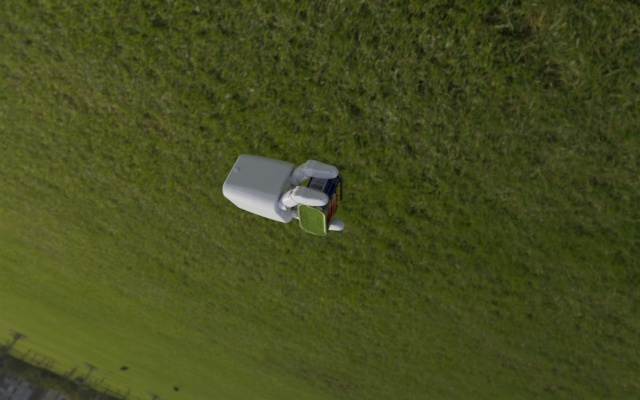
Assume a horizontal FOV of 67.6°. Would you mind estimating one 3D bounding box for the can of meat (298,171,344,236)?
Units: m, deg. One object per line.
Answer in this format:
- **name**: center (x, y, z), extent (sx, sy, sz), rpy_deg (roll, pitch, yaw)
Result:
- **can of meat**: center (0.000, 0.003, 0.838), extent (0.057, 0.084, 0.102), rpy_deg (17, -30, 13)
